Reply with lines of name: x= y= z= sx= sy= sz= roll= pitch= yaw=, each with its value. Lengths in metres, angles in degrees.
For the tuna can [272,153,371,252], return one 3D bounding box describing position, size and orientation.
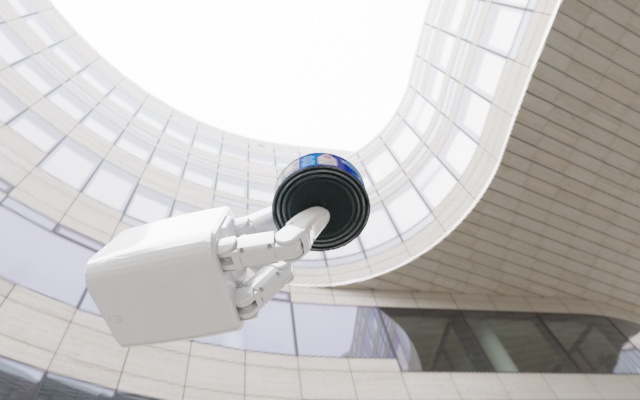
tuna can: x=0.000 y=0.001 z=0.428 sx=0.086 sy=0.086 sz=0.033 roll=0 pitch=29 yaw=-2
